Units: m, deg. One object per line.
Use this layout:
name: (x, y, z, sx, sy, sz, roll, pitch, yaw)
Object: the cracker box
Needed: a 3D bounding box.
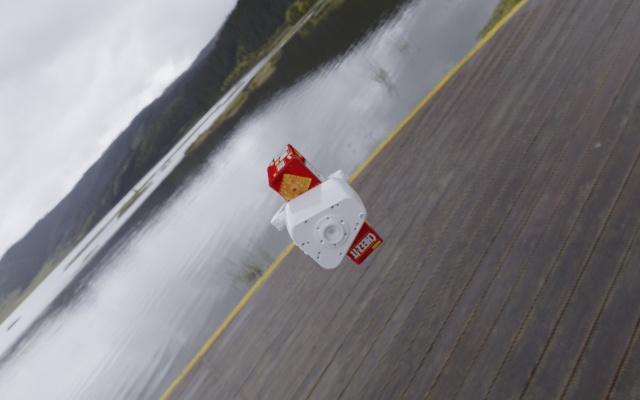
cracker box: (0.000, 0.003, 0.864, 0.214, 0.072, 0.164, 44, 5, -16)
